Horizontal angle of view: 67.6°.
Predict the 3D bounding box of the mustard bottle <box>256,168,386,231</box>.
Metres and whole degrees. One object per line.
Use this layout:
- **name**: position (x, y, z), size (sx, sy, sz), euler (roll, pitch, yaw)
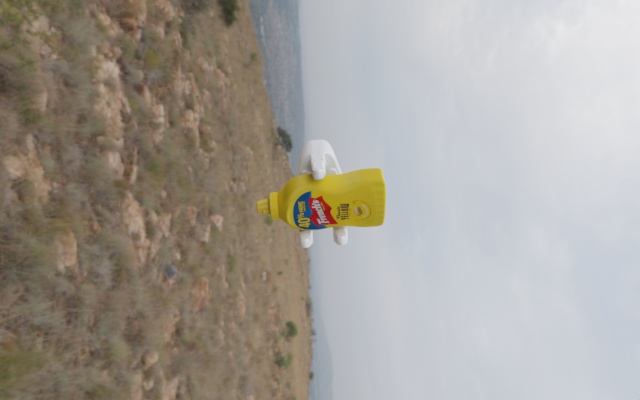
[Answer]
- **mustard bottle**: position (0.000, 0.003, 0.719), size (0.191, 0.096, 0.058), euler (-4, 44, 0)
